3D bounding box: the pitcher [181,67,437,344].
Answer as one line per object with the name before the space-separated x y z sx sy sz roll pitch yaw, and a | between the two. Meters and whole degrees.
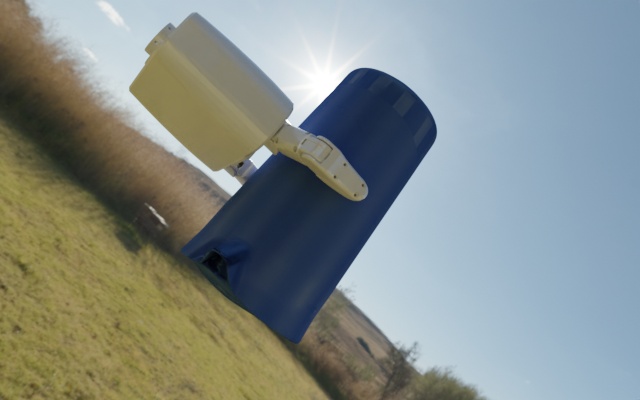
pitcher | 0.000 0.001 0.455 0.145 0.243 0.149 43 -11 -21
